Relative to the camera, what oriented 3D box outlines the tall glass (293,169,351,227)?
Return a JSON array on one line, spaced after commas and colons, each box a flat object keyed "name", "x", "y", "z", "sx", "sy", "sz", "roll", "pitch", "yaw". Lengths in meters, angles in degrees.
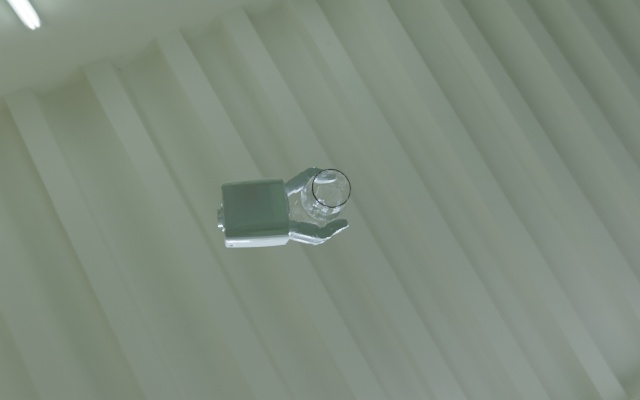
[{"name": "tall glass", "x": 0.000, "y": 0.003, "z": 0.825, "sx": 0.079, "sy": 0.079, "sz": 0.201, "roll": 0, "pitch": -13, "yaw": -10}]
